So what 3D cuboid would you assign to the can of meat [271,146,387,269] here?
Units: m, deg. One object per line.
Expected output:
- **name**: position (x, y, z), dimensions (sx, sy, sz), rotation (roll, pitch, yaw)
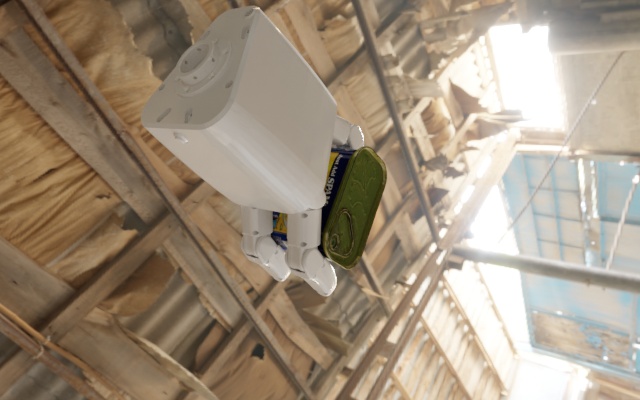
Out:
- **can of meat**: position (0.000, 0.001, 0.425), dimensions (0.084, 0.102, 0.057), rotation (9, -18, 38)
